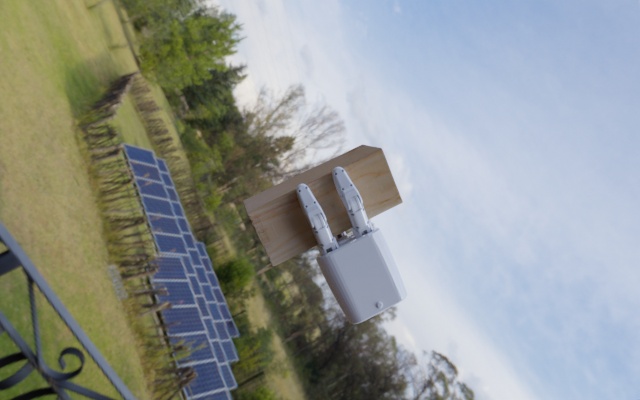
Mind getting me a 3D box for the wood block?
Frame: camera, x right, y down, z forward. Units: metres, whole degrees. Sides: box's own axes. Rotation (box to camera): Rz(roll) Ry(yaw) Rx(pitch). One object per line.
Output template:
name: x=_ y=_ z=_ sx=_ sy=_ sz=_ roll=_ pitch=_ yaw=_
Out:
wood block: x=0.000 y=0.003 z=0.702 sx=0.206 sy=0.090 sz=0.091 roll=-26 pitch=14 yaw=-8
